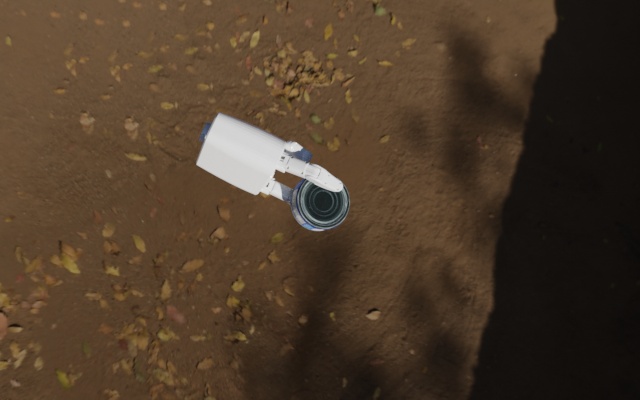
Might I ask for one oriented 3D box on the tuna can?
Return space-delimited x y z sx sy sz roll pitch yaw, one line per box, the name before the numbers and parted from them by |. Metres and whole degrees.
tuna can | 0.000 0.002 0.716 0.086 0.086 0.034 0 -7 -20
